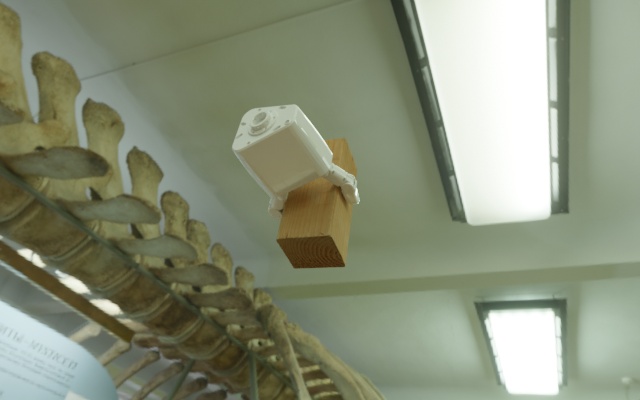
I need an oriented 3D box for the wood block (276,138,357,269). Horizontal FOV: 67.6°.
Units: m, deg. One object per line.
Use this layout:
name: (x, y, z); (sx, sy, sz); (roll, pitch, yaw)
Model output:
wood block: (0.000, 0.002, 0.800); (0.091, 0.206, 0.090); (-4, -40, 18)
